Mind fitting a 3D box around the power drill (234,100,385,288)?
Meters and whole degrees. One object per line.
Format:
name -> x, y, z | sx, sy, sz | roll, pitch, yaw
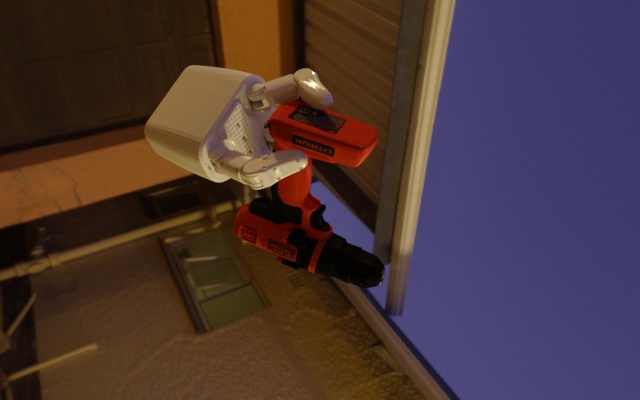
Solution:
power drill -> 0.000, 0.001, 0.510 | 0.184, 0.188, 0.057 | 21, 36, 8
